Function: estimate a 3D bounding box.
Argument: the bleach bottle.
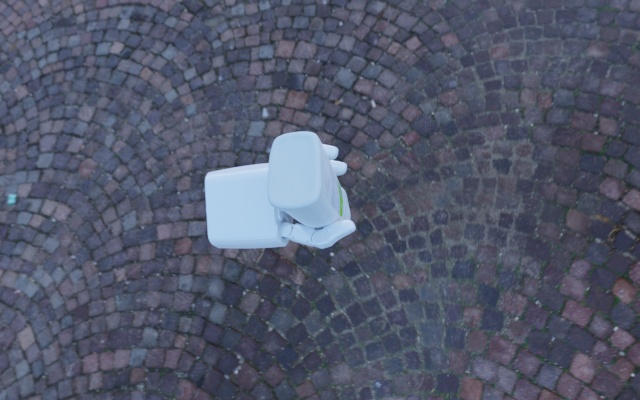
[{"bbox_3d":[0.000,0.002,0.668,0.068,0.102,0.251,-4,-21,14],"label":"bleach bottle"}]
